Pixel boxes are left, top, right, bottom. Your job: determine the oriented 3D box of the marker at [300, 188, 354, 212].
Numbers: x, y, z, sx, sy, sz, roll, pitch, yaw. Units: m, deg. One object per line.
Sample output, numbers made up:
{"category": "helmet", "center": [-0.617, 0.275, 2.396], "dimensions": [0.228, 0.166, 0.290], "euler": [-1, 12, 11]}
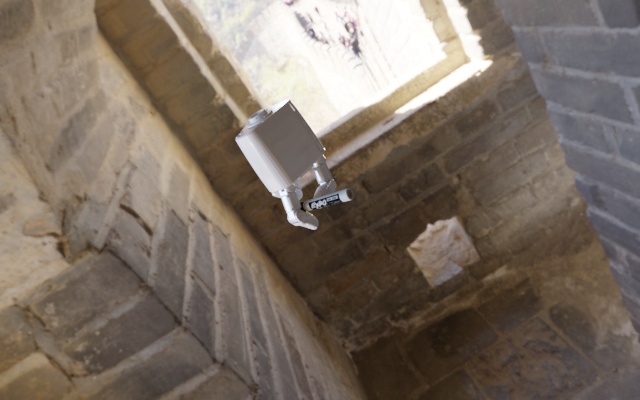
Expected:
{"category": "marker", "center": [0.000, 0.003, 0.765], "dimensions": [0.121, 0.020, 0.020], "euler": [-16, -10, 39]}
